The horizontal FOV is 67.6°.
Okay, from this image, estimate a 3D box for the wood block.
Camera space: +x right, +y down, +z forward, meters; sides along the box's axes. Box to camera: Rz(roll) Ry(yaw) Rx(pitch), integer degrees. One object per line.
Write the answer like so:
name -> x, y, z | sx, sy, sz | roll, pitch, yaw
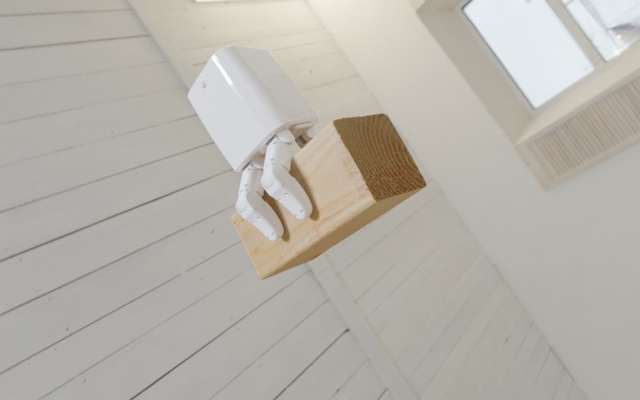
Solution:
wood block -> 0.000, 0.001, 0.529 | 0.091, 0.090, 0.206 | -17, -15, -45
